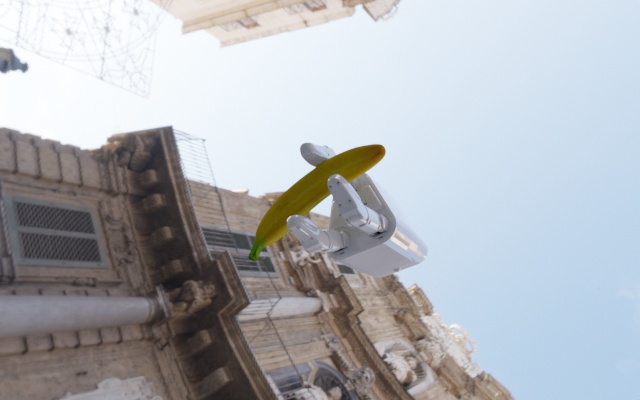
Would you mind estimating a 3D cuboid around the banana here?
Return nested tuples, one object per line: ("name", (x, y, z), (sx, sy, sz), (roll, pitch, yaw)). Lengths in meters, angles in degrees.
("banana", (-0.008, -0.005, 0.563), (0.037, 0.198, 0.069), (43, 9, -34))
